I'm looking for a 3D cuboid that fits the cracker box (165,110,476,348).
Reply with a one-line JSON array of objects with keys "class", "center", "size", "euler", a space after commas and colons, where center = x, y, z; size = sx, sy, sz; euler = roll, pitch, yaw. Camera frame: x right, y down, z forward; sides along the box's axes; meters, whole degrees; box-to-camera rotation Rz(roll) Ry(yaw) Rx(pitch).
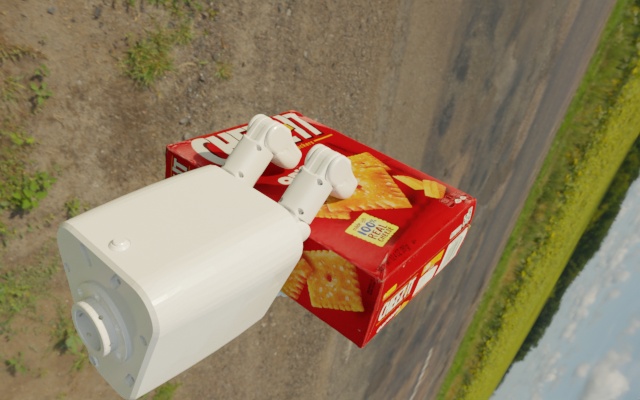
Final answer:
[{"class": "cracker box", "center": [0.000, 0.002, 0.406], "size": [0.213, 0.072, 0.164], "euler": [30, 35, 27]}]
